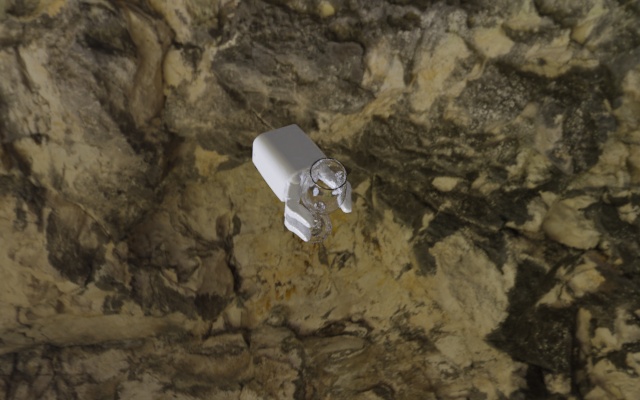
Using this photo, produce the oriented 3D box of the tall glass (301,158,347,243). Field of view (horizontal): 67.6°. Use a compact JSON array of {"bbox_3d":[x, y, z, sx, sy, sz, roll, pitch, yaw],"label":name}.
[{"bbox_3d":[0.000,0.003,0.862,0.079,0.079,0.201,0,-28,-9],"label":"tall glass"}]
